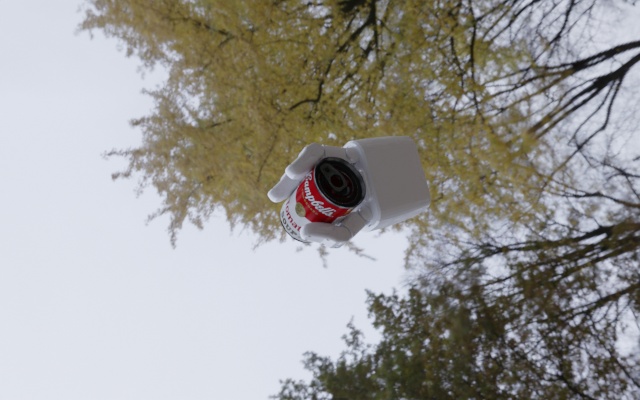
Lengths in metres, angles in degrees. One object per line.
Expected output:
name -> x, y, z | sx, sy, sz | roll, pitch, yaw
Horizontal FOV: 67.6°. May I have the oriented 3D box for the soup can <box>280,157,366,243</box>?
soup can -> 0.000, 0.002, 0.583 | 0.068, 0.068, 0.102 | 0, -28, -31
